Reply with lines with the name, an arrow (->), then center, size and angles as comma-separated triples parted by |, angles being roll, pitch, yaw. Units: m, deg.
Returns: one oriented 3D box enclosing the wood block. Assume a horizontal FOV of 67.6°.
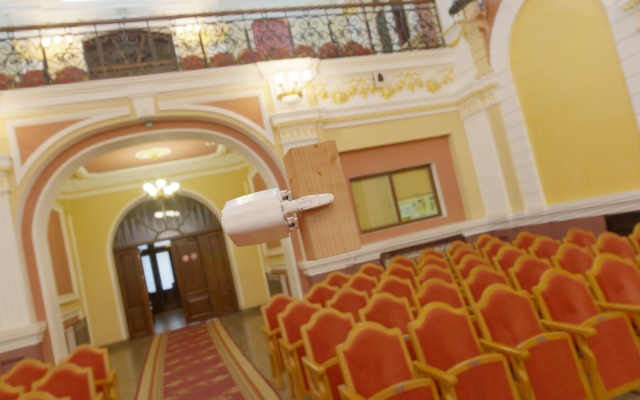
wood block -> 0.000, 0.003, 0.898 | 0.090, 0.206, 0.091 | -13, -4, -14
